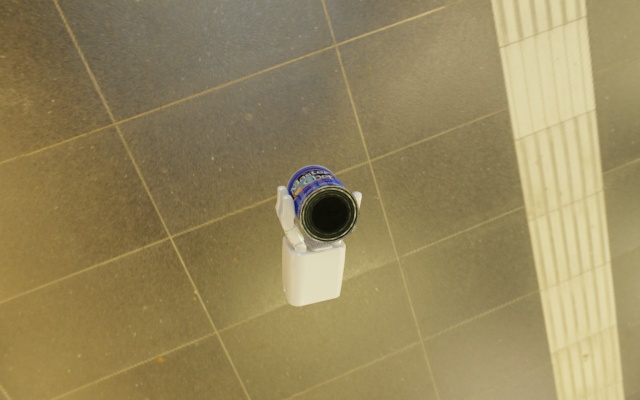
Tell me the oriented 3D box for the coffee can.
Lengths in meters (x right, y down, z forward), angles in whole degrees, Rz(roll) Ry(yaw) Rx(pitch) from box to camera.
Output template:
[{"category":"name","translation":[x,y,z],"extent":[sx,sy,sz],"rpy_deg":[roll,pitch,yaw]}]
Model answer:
[{"category":"coffee can","translation":[0.000,0.003,0.849],"extent":[0.103,0.103,0.140],"rpy_deg":[0,18,-13]}]
